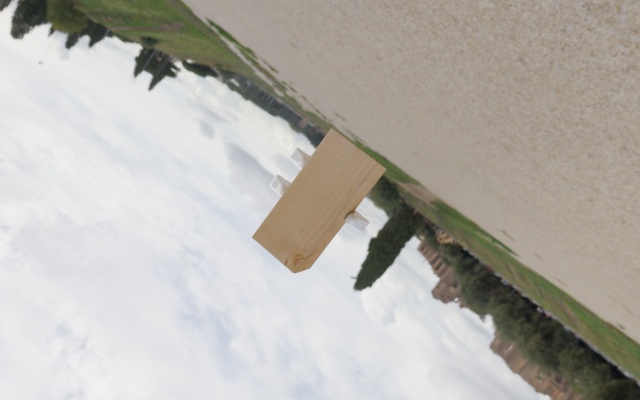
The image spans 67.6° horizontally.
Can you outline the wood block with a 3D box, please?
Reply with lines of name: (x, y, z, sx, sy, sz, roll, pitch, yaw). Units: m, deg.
wood block: (0.000, 0.003, 0.744, 0.091, 0.206, 0.090, 38, 8, 14)
